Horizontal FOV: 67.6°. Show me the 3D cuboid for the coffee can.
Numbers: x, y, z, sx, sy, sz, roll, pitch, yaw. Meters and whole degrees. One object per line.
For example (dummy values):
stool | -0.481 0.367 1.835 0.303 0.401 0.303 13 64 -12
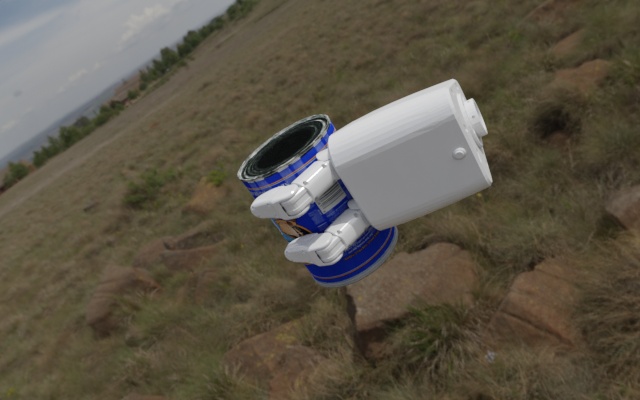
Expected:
coffee can | 0.000 0.002 0.476 0.103 0.140 0.102 -28 25 14
